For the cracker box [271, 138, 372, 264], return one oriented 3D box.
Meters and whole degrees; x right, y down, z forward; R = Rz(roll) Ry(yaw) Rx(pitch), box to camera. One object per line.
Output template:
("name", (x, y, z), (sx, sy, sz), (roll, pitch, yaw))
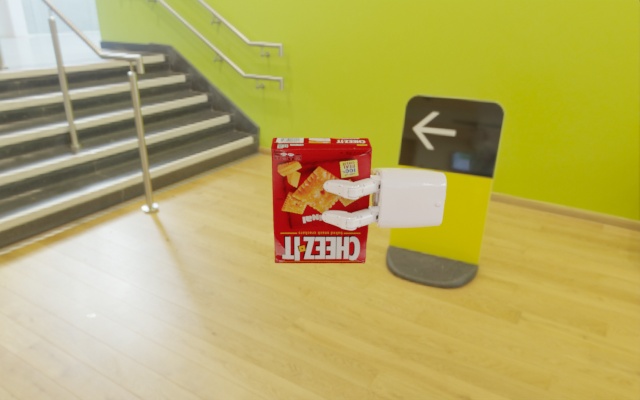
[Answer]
("cracker box", (0.000, 0.002, 0.818), (0.164, 0.214, 0.072), (0, 23, -1))
